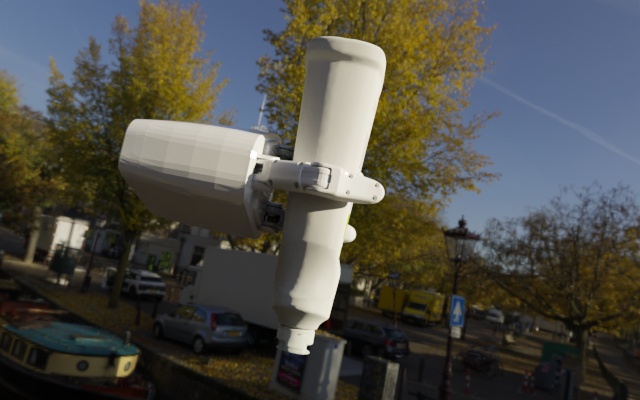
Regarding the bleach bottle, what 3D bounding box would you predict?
[{"bbox_3d":[0.000,0.001,0.405,0.068,0.251,0.102,10,-8,5],"label":"bleach bottle"}]
